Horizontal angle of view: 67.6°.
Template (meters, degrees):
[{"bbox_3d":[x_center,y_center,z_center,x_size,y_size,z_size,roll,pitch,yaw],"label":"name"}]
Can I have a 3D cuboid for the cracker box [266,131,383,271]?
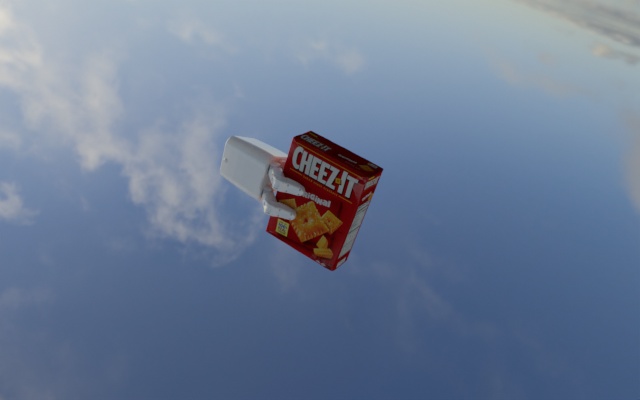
[{"bbox_3d":[0.000,0.003,0.896,0.164,0.214,0.072,30,31,19],"label":"cracker box"}]
